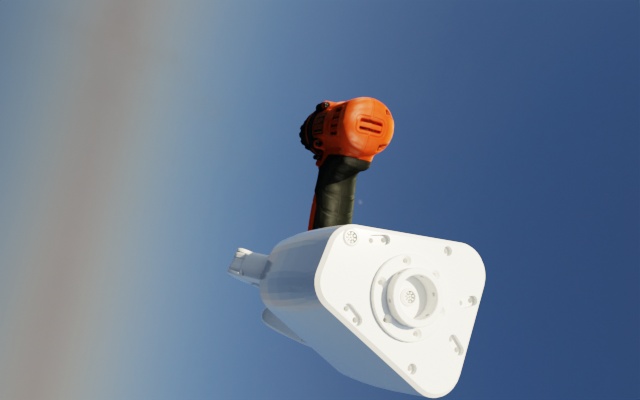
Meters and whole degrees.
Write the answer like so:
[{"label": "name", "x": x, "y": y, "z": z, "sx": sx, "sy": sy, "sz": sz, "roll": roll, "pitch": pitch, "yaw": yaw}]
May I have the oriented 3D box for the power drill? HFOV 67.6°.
[{"label": "power drill", "x": 0.000, "y": 0.002, "z": 0.444, "sx": 0.057, "sy": 0.187, "sz": 0.184, "roll": 10, "pitch": 3, "yaw": -13}]
